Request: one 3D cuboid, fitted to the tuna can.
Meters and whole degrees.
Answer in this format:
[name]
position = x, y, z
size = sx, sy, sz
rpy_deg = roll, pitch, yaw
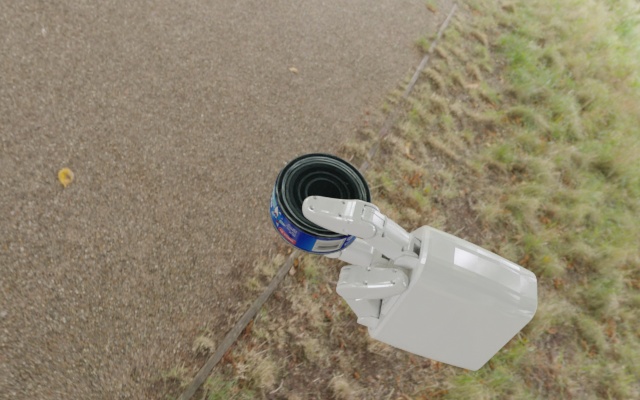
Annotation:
[tuna can]
position = 0.000, 0.001, 0.413
size = 0.086, 0.086, 0.034
rpy_deg = 0, -30, -15
